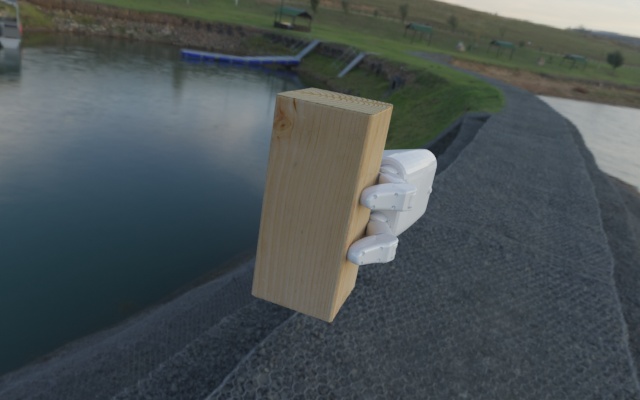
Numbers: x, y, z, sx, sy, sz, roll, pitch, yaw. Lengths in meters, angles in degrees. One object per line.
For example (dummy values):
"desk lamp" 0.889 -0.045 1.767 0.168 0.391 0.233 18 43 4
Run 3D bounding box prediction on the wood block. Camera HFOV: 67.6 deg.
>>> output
"wood block" 0.000 0.001 0.478 0.091 0.206 0.090 16 21 16
